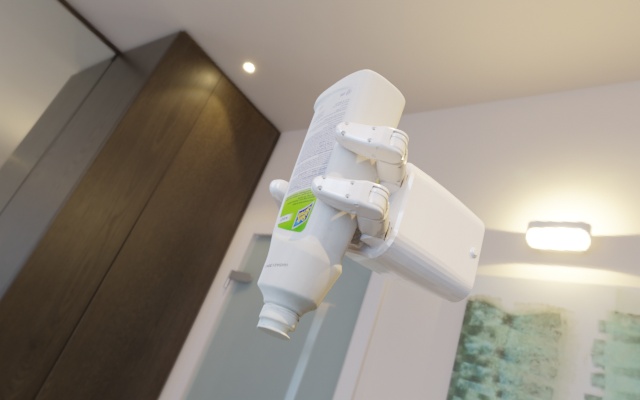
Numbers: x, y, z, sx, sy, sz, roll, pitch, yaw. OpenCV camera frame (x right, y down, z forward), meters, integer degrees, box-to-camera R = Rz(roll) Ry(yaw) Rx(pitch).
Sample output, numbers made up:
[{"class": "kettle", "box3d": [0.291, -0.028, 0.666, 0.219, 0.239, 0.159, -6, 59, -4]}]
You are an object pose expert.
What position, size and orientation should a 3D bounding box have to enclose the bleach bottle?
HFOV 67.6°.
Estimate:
[{"class": "bleach bottle", "box3d": [0.000, 0.001, 0.435, 0.068, 0.250, 0.102, 33, -28, -22]}]
